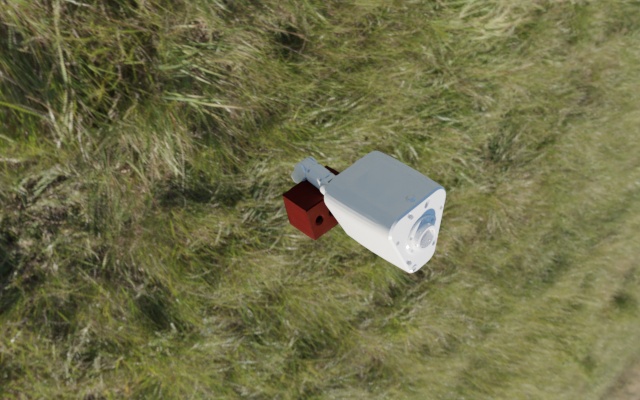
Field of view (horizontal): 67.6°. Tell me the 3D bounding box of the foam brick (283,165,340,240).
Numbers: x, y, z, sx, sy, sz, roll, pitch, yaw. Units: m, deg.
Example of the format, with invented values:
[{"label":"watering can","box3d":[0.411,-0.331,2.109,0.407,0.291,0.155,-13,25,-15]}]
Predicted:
[{"label":"foam brick","box3d":[0.000,0.002,0.610,0.078,0.053,0.051,-35,46,-23]}]
